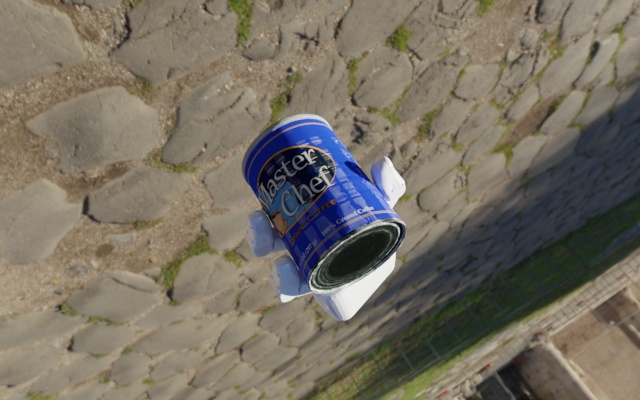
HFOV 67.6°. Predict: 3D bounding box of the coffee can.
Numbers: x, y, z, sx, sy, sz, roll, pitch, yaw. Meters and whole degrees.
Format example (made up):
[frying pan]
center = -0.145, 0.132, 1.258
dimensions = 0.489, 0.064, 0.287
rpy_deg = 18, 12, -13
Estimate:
[coffee can]
center = 0.000, 0.001, 0.455
dimensions = 0.103, 0.140, 0.103
rpy_deg = -25, -31, -16
